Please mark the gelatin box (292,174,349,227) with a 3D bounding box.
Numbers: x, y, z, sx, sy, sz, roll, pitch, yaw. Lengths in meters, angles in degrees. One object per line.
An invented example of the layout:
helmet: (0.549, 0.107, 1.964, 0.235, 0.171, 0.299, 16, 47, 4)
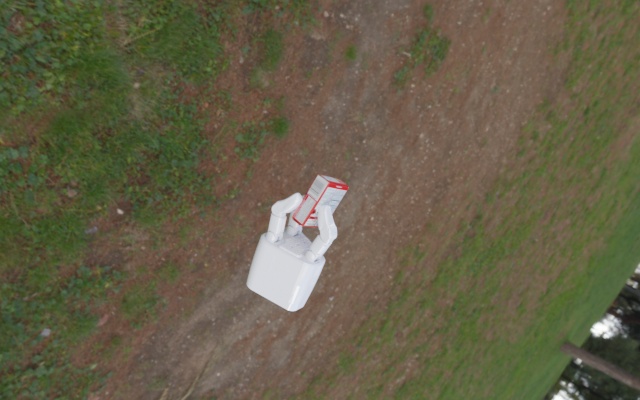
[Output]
gelatin box: (0.001, 0.003, 0.804, 0.030, 0.089, 0.073, 39, 15, 27)
